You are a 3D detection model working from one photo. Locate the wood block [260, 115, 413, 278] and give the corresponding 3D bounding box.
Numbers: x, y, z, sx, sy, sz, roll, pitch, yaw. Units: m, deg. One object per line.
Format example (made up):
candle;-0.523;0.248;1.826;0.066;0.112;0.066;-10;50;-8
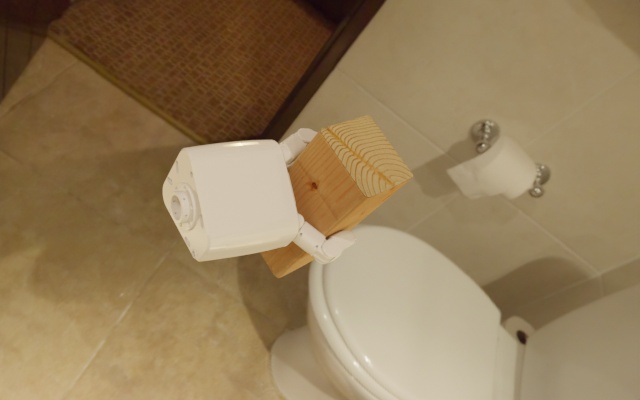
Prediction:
wood block;0.000;0.002;0.583;0.090;0.091;0.206;-23;-15;-43
